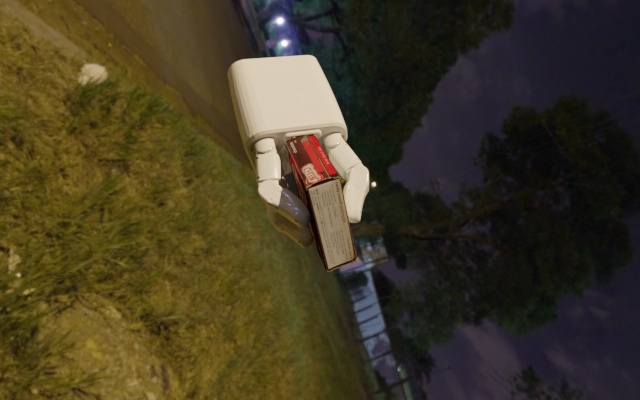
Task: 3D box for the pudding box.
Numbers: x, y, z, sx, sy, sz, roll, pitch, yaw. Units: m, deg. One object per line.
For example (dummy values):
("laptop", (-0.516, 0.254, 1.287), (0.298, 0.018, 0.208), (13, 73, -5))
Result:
("pudding box", (0.000, 0.002, 0.488), (0.039, 0.114, 0.090), (-19, 37, -4))
